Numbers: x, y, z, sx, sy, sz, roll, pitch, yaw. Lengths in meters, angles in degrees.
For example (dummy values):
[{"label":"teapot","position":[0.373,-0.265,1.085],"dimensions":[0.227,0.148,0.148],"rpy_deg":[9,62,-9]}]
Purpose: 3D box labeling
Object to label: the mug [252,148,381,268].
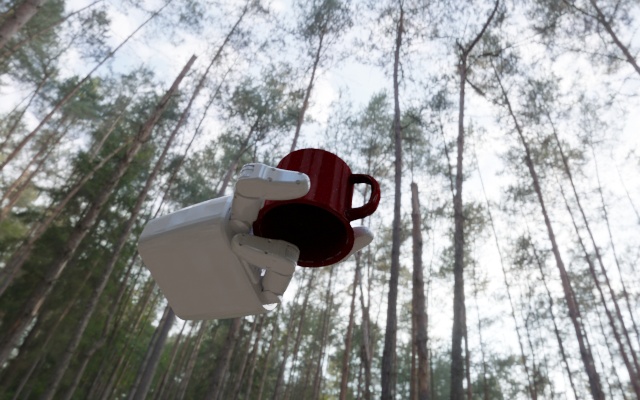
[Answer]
[{"label":"mug","position":[0.001,0.001,0.452],"dimensions":[0.117,0.081,0.093],"rpy_deg":[-13,-49,22]}]
